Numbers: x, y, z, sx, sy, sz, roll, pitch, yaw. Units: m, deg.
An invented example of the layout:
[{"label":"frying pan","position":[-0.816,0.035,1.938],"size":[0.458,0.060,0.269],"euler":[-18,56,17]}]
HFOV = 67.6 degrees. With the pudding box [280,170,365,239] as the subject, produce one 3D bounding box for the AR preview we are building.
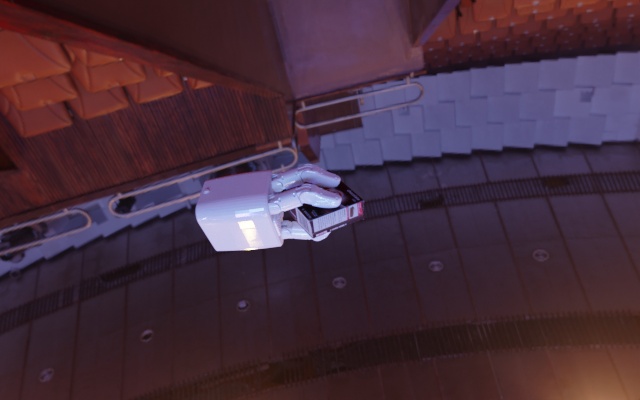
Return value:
[{"label":"pudding box","position":[0.000,0.003,0.719],"size":[0.090,0.039,0.113],"euler":[-21,38,-19]}]
